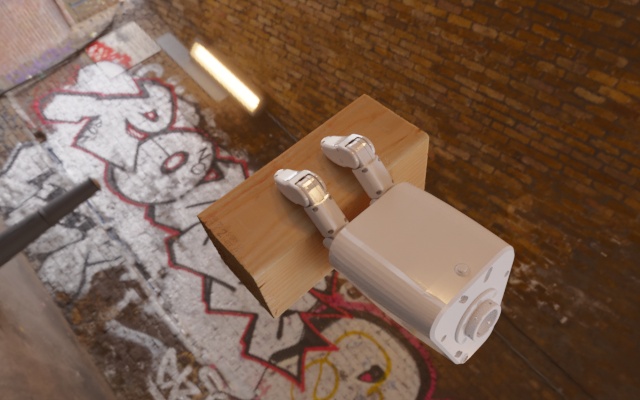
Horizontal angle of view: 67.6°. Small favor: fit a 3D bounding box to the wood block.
[{"bbox_3d":[0.000,0.002,0.463,0.206,0.091,0.090,-38,58,-19],"label":"wood block"}]
